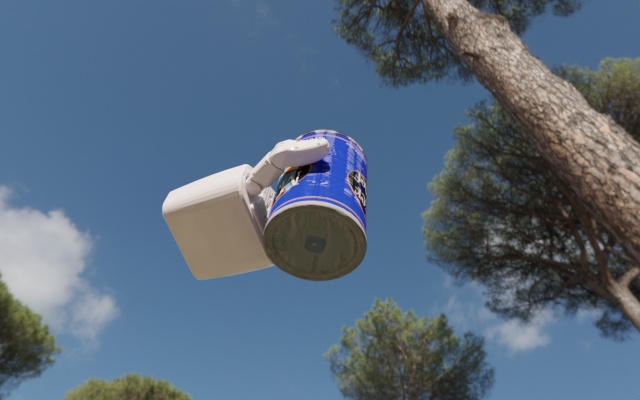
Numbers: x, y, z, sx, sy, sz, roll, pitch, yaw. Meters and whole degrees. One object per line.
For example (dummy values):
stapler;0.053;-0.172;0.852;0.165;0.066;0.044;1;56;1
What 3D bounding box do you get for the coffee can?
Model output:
coffee can;0.000;0.002;0.522;0.103;0.103;0.140;0;38;6
